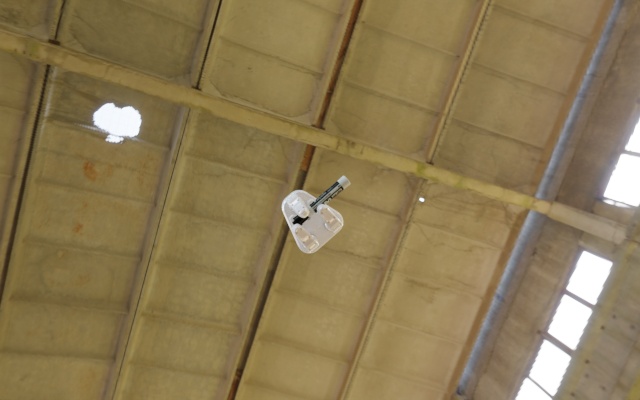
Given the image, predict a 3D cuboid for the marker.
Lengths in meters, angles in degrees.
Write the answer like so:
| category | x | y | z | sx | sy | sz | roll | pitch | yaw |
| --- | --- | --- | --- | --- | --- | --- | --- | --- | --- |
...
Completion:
| category | x | y | z | sx | sy | sz | roll | pitch | yaw |
| --- | --- | --- | --- | --- | --- | --- | --- | --- | --- |
| marker | 0.000 | 0.003 | 0.822 | 0.121 | 0.020 | 0.020 | -40 | 2 | -3 |
